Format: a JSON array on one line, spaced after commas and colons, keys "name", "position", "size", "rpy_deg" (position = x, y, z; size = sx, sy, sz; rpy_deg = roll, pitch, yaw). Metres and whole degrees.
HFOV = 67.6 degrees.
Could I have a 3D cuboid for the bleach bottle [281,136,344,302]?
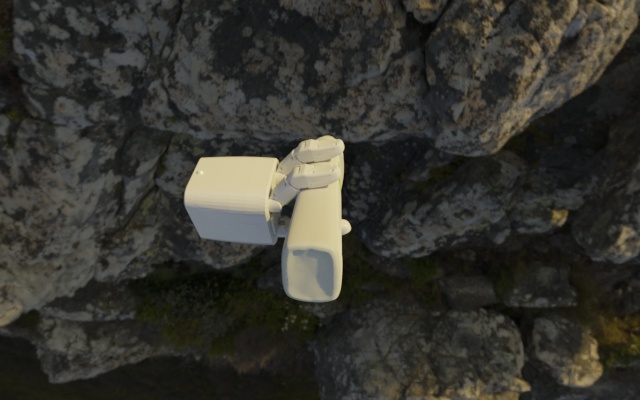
[{"name": "bleach bottle", "position": [0.000, 0.002, 0.622], "size": [0.068, 0.103, 0.250], "rpy_deg": [3, 40, 4]}]
